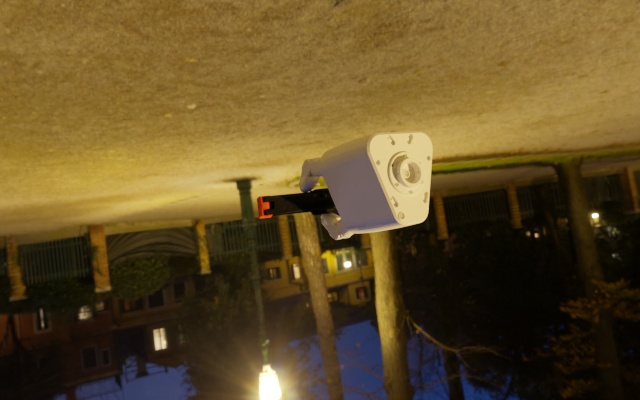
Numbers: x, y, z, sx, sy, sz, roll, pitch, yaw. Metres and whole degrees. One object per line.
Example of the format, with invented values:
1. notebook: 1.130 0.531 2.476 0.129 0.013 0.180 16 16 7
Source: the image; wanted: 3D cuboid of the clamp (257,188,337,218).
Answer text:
1. clamp: 0.000 0.003 0.693 0.210 0.036 0.164 -6 -3 -28
